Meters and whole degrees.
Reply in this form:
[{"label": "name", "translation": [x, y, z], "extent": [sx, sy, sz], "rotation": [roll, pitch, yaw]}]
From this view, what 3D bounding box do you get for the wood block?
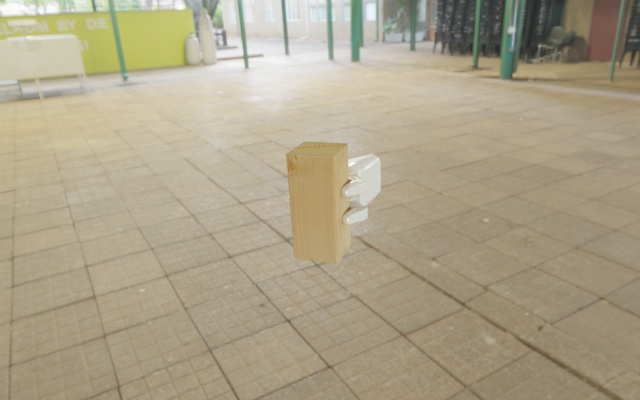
[{"label": "wood block", "translation": [0.000, 0.003, 0.889], "extent": [0.091, 0.206, 0.090], "rotation": [5, 23, 20]}]
